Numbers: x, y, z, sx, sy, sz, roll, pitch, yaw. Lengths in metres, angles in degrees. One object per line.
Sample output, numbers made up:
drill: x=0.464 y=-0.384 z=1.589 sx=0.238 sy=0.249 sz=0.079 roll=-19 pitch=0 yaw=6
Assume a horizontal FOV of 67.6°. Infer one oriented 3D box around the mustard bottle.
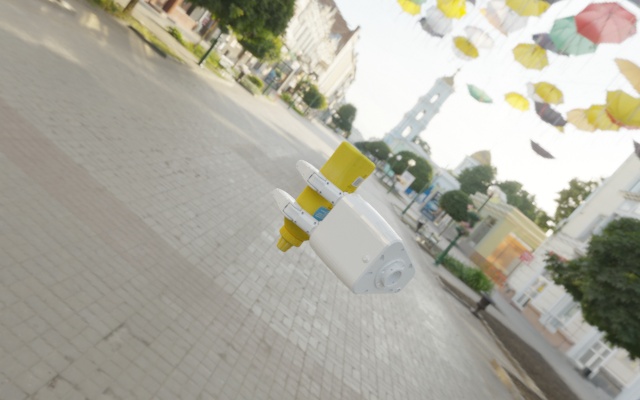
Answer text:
mustard bottle: x=0.000 y=0.002 z=0.724 sx=0.058 sy=0.191 sz=0.096 roll=42 pitch=8 yaw=17
